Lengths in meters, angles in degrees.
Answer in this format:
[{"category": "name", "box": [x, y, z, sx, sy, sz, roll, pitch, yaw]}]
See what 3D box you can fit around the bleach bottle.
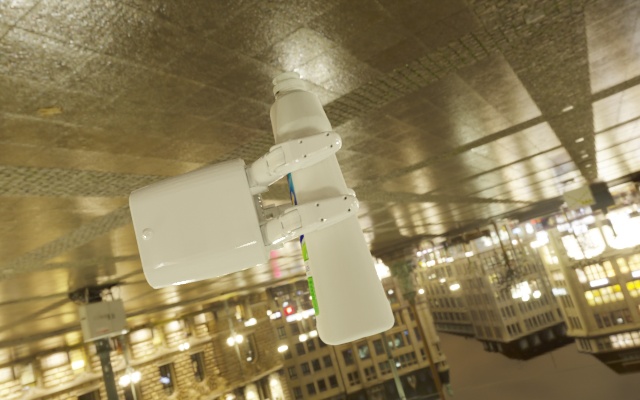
[{"category": "bleach bottle", "box": [0.000, 0.001, 0.452, 0.068, 0.250, 0.102, -15, -10, -5]}]
